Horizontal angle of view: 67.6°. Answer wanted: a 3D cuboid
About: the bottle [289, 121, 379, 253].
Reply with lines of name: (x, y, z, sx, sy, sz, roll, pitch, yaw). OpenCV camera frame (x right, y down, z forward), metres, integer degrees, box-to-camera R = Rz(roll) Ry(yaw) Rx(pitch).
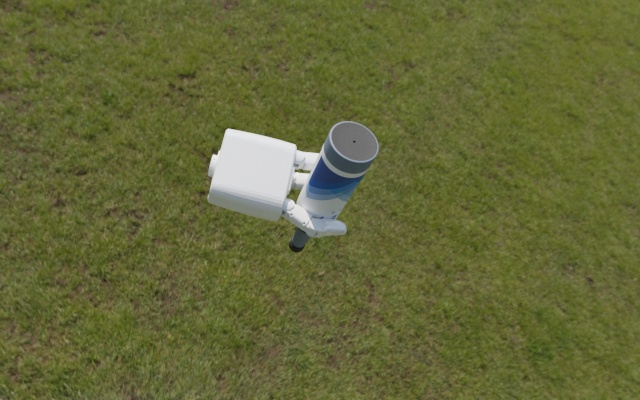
bottle: (0.000, 0.002, 0.718, 0.069, 0.069, 0.296, 0, -31, -20)
